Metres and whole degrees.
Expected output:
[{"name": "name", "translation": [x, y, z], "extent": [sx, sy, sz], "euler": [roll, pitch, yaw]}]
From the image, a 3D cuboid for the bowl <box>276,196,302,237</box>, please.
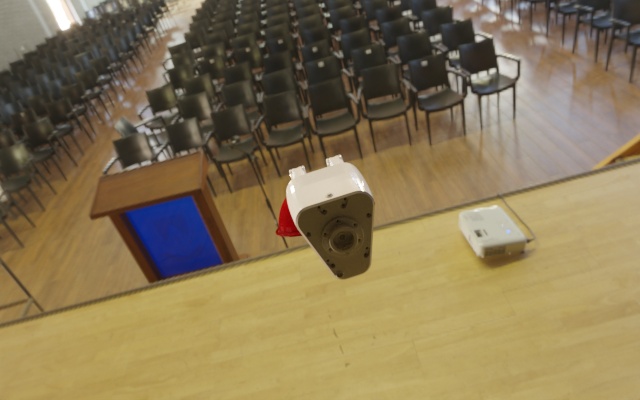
[{"name": "bowl", "translation": [0.000, 0.002, 0.742], "extent": [0.162, 0.055, 0.162], "euler": [-17, 9, 3]}]
